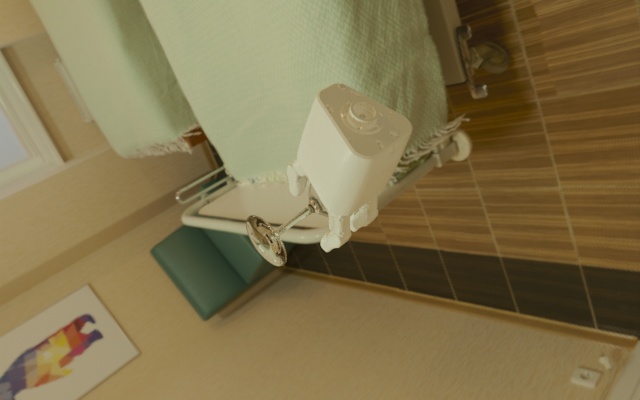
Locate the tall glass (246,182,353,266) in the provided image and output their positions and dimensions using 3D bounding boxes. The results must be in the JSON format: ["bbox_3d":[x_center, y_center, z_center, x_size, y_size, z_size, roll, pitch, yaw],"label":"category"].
[{"bbox_3d":[0.000,0.002,0.645,0.201,0.079,0.079,-35,21,-32],"label":"tall glass"}]
